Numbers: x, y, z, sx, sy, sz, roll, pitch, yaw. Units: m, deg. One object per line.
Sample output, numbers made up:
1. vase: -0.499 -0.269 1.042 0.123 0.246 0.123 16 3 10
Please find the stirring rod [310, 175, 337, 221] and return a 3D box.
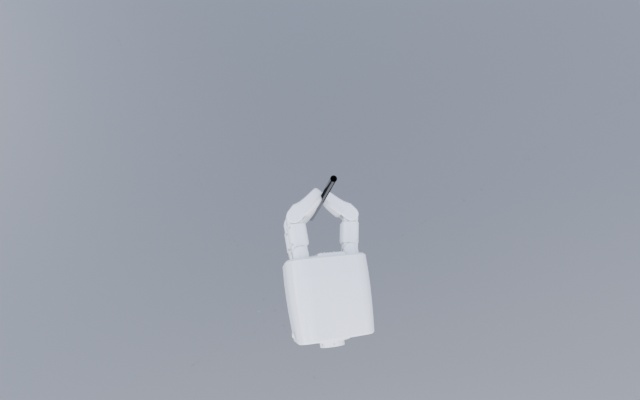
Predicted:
1. stirring rod: 0.000 0.002 0.661 0.011 0.011 0.239 0 -13 -7
